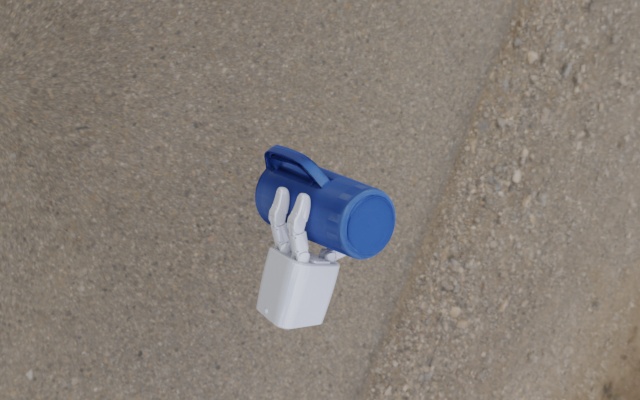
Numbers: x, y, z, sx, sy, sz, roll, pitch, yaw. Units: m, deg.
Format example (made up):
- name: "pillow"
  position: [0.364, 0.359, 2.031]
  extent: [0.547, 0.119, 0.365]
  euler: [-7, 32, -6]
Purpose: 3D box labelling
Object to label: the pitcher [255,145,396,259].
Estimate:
- name: "pitcher"
  position: [0.000, 0.003, 0.778]
  extent: [0.149, 0.145, 0.242]
  euler: [12, 5, -37]
